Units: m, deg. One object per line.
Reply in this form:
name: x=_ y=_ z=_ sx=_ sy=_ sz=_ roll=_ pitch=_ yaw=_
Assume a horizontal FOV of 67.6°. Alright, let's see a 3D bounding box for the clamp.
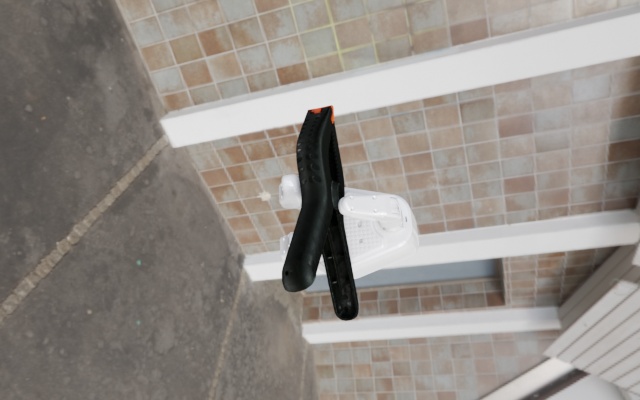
clamp: x=0.001 y=0.001 z=0.438 sx=0.036 sy=0.210 sz=0.164 roll=-8 pitch=-16 yaw=14
